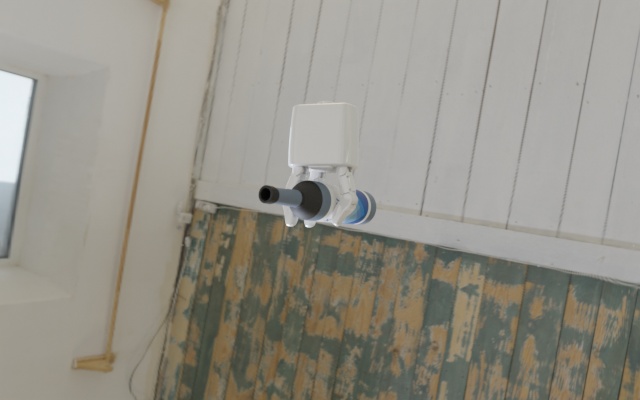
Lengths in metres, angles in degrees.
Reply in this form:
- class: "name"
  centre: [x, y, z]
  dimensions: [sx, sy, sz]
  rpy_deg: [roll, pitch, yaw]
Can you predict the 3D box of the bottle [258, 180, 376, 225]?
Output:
- class: "bottle"
  centre: [0.000, 0.003, 0.816]
  dimensions: [0.069, 0.069, 0.296]
  rpy_deg: [0, -5, 33]
